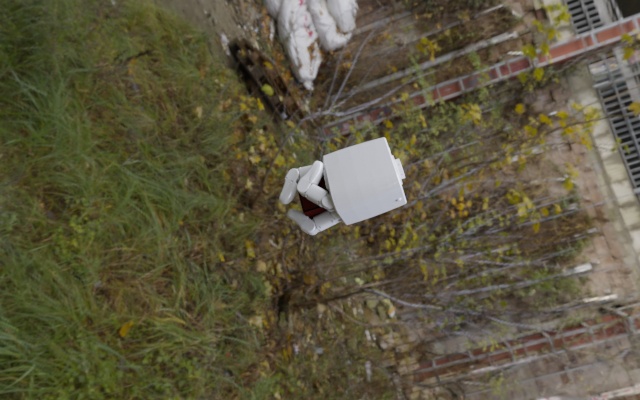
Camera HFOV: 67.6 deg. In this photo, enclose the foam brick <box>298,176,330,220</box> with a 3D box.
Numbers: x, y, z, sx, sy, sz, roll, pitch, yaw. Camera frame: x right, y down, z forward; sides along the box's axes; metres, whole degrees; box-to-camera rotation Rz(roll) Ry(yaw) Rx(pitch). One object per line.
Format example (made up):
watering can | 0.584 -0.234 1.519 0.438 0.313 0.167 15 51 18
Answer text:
foam brick | 0.000 0.003 0.801 0.051 0.053 0.078 -19 -23 9
